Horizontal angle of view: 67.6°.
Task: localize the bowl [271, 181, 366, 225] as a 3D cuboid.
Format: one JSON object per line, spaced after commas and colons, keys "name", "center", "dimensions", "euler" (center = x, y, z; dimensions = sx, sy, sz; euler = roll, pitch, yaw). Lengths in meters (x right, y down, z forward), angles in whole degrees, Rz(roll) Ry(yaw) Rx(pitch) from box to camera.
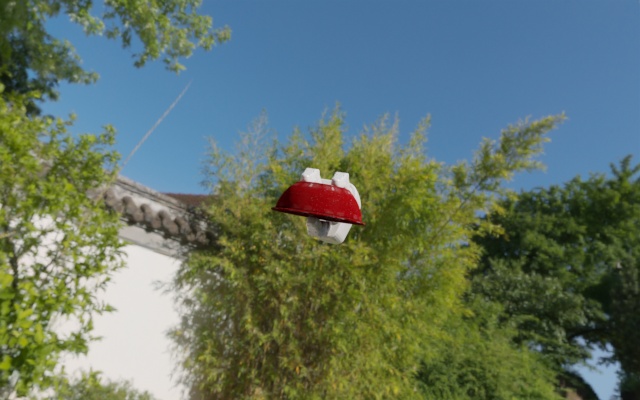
{"name": "bowl", "center": [0.000, 0.002, 0.805], "dimensions": [0.162, 0.055, 0.162], "euler": [10, -4, 1]}
